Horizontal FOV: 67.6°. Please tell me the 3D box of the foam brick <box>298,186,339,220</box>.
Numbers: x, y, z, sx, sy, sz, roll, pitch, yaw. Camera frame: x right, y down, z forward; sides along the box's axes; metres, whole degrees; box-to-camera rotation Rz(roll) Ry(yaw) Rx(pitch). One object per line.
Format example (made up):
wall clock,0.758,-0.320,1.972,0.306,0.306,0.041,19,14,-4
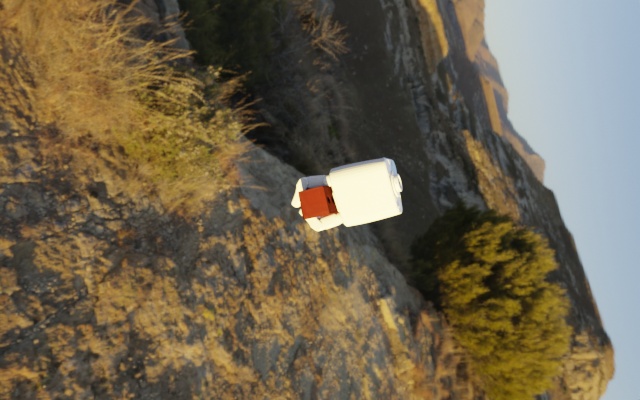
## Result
foam brick,0.000,0.003,0.878,0.051,0.053,0.078,-12,-2,20
